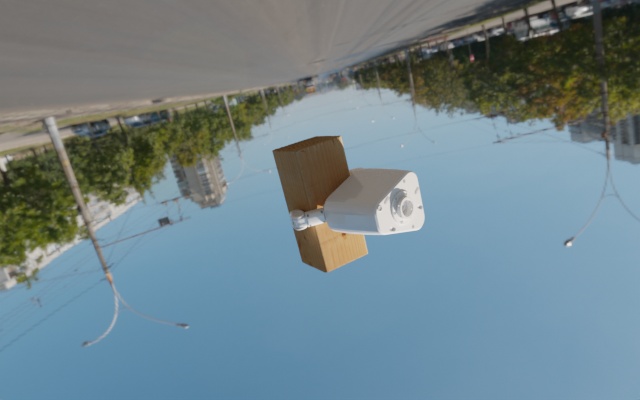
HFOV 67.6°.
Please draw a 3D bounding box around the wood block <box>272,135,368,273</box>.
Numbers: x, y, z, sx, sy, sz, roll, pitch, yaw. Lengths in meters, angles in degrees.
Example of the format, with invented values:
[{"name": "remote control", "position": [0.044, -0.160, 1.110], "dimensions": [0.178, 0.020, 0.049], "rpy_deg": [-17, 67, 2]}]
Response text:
[{"name": "wood block", "position": [0.000, 0.003, 0.803], "dimensions": [0.091, 0.206, 0.090], "rpy_deg": [-21, 16, -26]}]
